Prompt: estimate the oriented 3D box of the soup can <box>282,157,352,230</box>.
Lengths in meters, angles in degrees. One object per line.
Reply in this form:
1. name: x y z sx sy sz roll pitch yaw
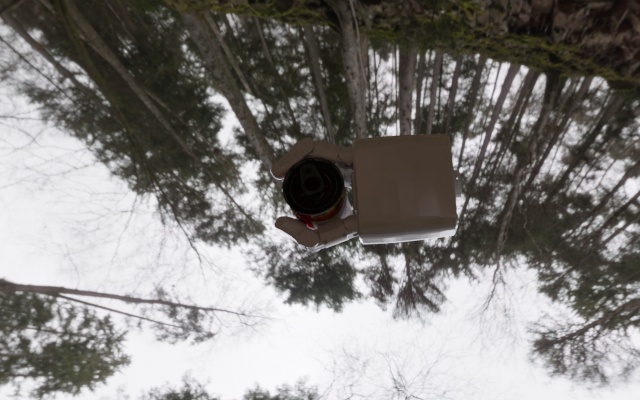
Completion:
1. soup can: 0.000 0.002 0.560 0.068 0.068 0.102 0 -21 10
